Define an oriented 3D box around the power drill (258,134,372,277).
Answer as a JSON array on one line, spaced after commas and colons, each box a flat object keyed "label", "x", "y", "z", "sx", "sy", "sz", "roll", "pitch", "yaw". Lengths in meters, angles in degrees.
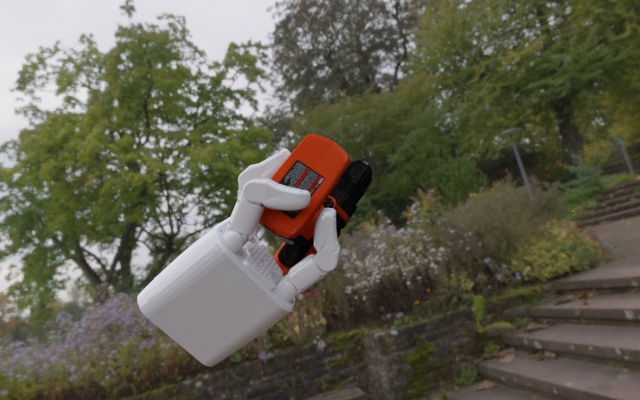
[{"label": "power drill", "x": 0.000, "y": 0.002, "z": 0.540, "sx": 0.057, "sy": 0.184, "sz": 0.188, "roll": 32, "pitch": -13, "yaw": 17}]
